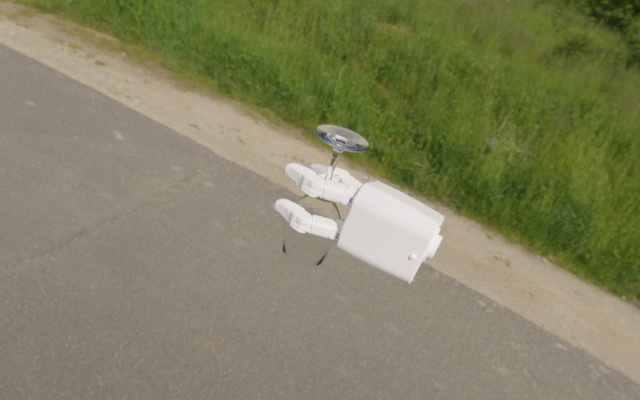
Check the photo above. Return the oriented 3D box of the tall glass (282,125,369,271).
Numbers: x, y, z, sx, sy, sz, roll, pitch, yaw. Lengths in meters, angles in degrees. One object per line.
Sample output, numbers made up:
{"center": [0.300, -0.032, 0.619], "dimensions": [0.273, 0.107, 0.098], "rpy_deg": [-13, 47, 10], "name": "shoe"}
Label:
{"center": [0.000, 0.001, 0.660], "dimensions": [0.079, 0.201, 0.079], "rpy_deg": [15, 29, -8], "name": "tall glass"}
